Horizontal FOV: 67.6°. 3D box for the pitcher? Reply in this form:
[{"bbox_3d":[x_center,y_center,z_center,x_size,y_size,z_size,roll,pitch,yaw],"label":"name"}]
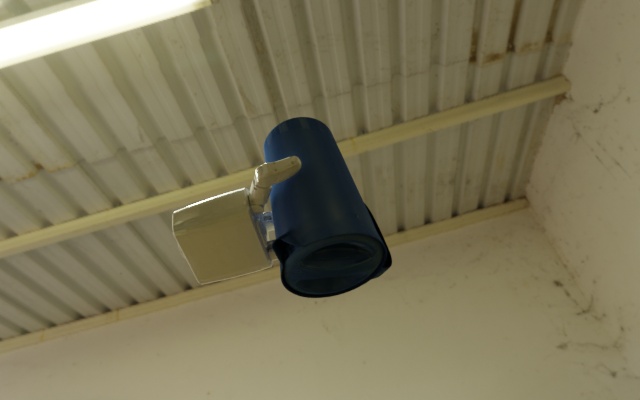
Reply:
[{"bbox_3d":[0.000,0.002,0.657,0.145,0.242,0.149,-16,-40,0],"label":"pitcher"}]
